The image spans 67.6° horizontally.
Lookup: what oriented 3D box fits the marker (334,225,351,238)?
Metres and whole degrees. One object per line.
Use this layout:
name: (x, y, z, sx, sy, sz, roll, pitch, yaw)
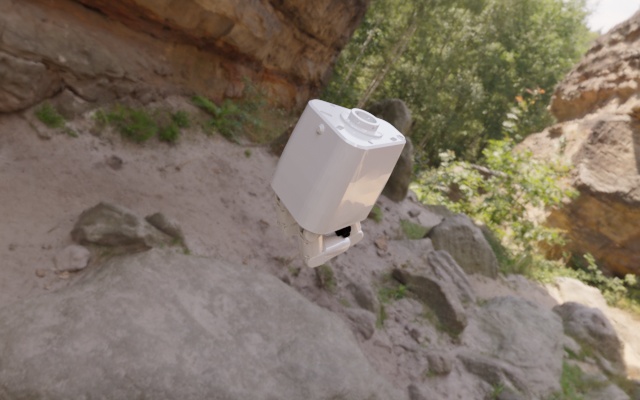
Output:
marker: (0.000, 0.002, 0.575, 0.020, 0.020, 0.121, 0, 38, -39)
